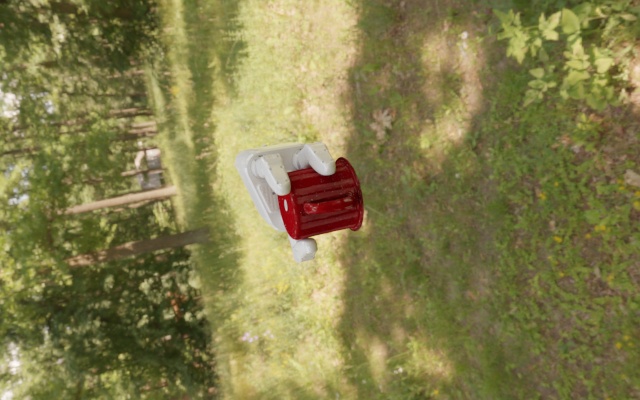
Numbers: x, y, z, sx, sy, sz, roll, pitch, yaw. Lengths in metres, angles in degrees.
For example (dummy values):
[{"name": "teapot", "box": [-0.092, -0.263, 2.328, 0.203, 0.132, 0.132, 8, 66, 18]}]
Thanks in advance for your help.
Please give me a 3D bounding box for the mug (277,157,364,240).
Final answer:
[{"name": "mug", "box": [0.000, 0.002, 0.562, 0.081, 0.093, 0.117, -12, 11, -17]}]
